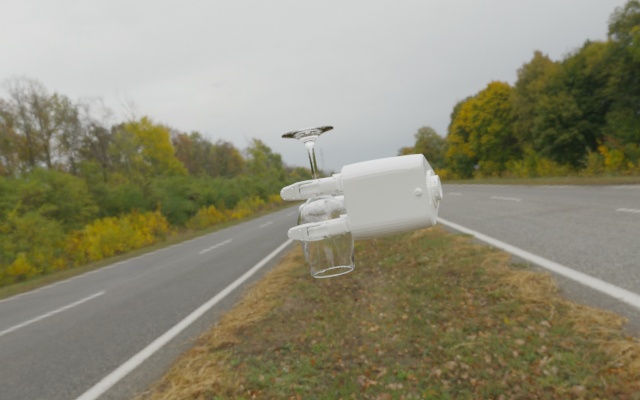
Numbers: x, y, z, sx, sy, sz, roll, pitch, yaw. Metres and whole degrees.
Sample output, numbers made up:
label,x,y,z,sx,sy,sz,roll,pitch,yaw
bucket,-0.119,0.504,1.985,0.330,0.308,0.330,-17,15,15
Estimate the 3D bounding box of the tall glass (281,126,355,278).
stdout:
label,x,y,z,sx,sy,sz,roll,pitch,yaw
tall glass,0.000,0.002,0.664,0.079,0.201,0.079,-10,1,0
